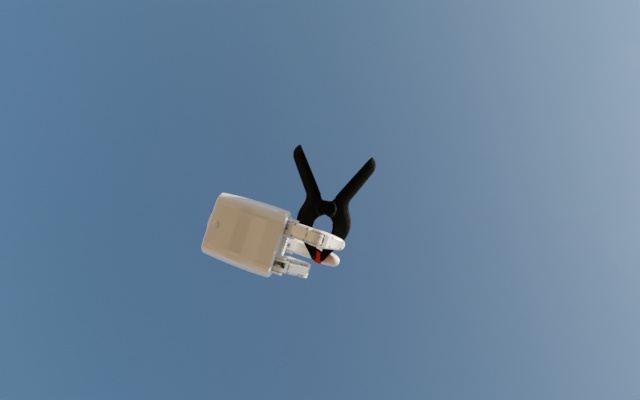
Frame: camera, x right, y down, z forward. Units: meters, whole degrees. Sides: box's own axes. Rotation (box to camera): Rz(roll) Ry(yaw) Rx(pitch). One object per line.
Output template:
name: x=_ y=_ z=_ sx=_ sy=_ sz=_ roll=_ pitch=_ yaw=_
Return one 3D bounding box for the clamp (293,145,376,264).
clamp: x=0.000 y=0.002 z=0.697 sx=0.120 sy=0.171 sz=0.039 roll=19 pitch=-1 yaw=4
